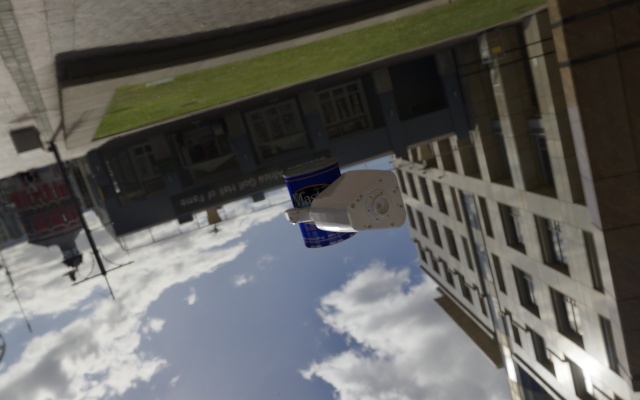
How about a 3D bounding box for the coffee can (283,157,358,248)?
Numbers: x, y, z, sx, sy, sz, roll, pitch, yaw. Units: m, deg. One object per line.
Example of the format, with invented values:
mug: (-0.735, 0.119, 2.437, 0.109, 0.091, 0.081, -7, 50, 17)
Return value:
coffee can: (0.000, 0.003, 0.871, 0.103, 0.140, 0.103, -16, 10, 3)
